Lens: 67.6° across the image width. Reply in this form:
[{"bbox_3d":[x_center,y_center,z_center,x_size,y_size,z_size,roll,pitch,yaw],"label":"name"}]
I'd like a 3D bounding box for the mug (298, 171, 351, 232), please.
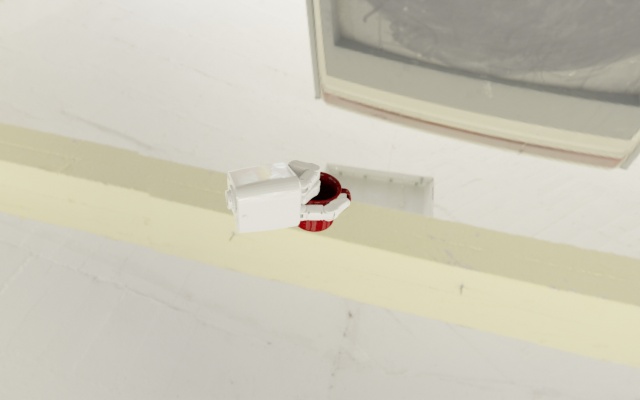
[{"bbox_3d":[0.001,0.003,0.896,0.117,0.082,0.093,-6,41,-15],"label":"mug"}]
